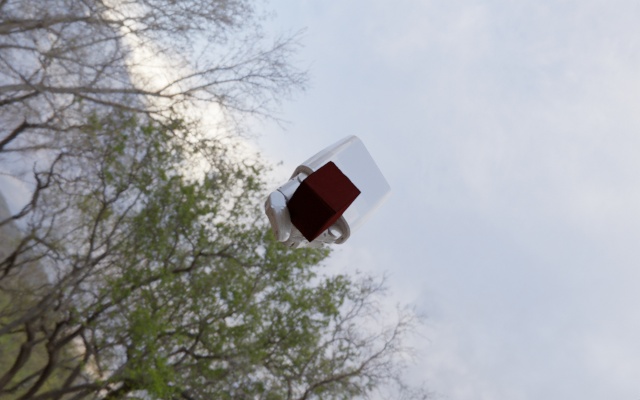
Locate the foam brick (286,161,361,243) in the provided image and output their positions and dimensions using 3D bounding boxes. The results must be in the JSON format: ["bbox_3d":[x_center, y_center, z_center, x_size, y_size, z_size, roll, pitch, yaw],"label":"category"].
[{"bbox_3d":[0.000,0.002,0.555,0.051,0.053,0.078,-37,-9,-36],"label":"foam brick"}]
